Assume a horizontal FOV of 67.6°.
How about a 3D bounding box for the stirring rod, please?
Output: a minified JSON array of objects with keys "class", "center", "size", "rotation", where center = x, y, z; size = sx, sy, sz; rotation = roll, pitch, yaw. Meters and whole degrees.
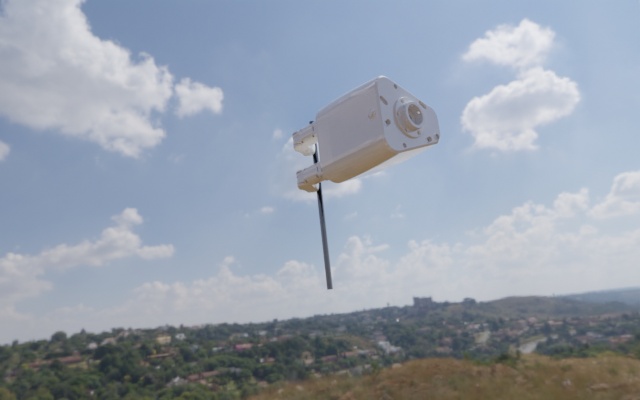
[{"class":"stirring rod","center":[0.000,0.002,0.664],"size":[0.011,0.239,0.011],"rotation":[-6,-14,-1]}]
